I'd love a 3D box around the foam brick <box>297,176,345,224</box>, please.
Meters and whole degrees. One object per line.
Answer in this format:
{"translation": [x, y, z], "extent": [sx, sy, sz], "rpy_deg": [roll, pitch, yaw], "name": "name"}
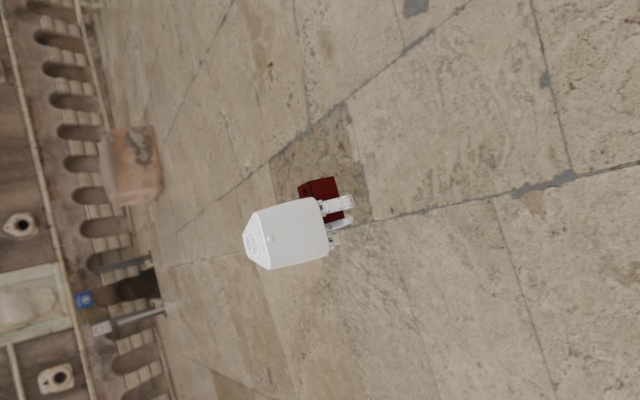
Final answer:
{"translation": [0.000, 0.002, 0.823], "extent": [0.051, 0.078, 0.053], "rpy_deg": [-13, -4, -26], "name": "foam brick"}
